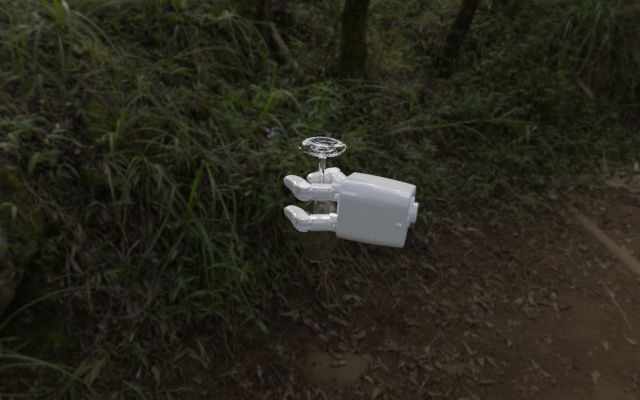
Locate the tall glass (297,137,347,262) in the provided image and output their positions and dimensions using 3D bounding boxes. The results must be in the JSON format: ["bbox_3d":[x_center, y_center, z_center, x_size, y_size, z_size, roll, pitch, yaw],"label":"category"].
[{"bbox_3d":[0.000,0.002,0.785,0.079,0.201,0.079,2,29,-1],"label":"tall glass"}]
